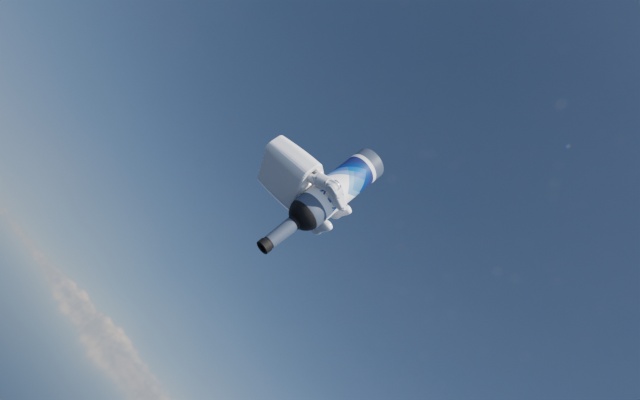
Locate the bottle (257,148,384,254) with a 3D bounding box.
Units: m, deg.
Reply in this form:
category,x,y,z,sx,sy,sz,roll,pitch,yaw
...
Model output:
category,x,y,z,sx,sy,sz,roll,pitch,yaw
bottle,0.000,0.003,0.896,0.295,0.069,0.069,-38,20,-28
